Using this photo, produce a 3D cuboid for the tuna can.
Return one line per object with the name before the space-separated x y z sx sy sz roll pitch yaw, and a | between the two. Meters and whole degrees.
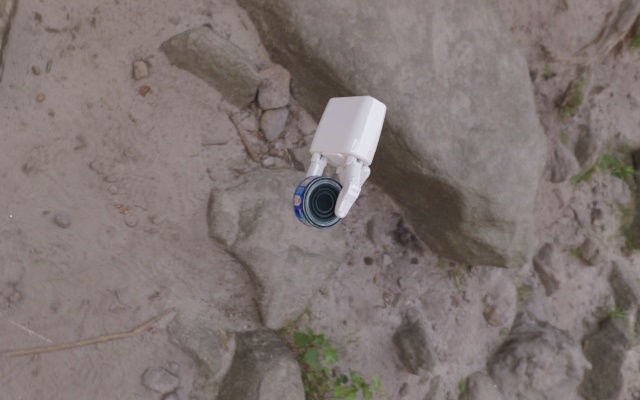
tuna can | 0.000 0.003 0.769 0.086 0.086 0.034 0 4 -31
